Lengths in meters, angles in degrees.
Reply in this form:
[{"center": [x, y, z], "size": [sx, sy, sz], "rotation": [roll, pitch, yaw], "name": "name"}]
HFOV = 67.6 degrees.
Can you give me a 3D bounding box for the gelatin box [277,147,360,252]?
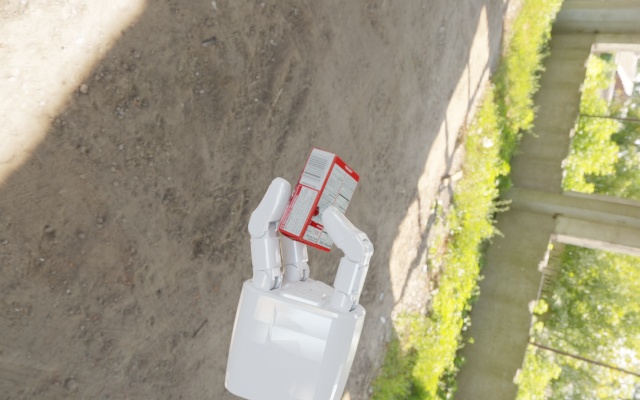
[{"center": [0.001, 0.001, 0.471], "size": [0.030, 0.089, 0.073], "rotation": [21, -4, 26], "name": "gelatin box"}]
